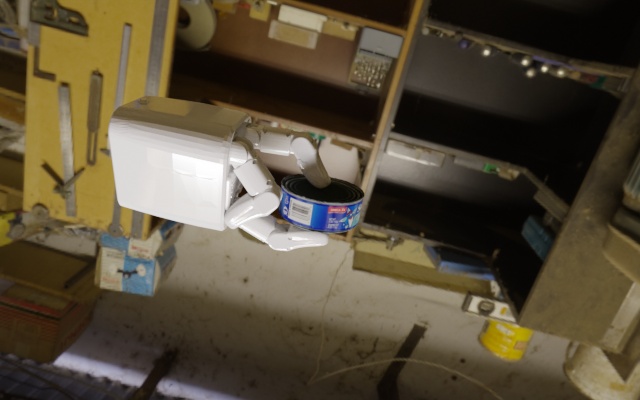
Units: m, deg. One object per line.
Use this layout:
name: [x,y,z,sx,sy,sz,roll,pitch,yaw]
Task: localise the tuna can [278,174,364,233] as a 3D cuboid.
tuna can: [0.000,0.002,0.491,0.086,0.034,0.086,8,19,-3]
